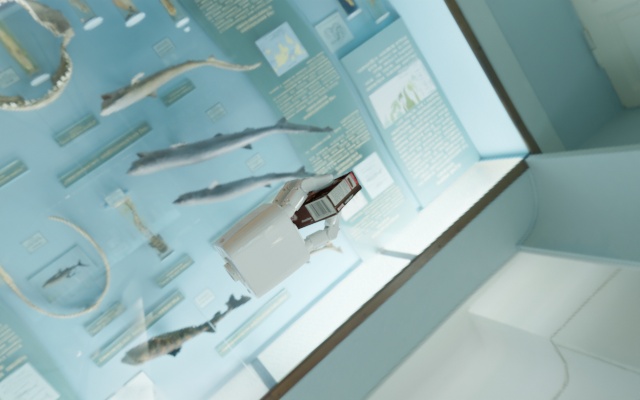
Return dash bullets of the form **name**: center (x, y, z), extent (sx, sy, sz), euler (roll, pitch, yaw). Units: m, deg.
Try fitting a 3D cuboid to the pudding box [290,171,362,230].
- **pudding box**: center (0.000, 0.003, 0.774), extent (0.113, 0.039, 0.090), euler (-21, 16, 41)
